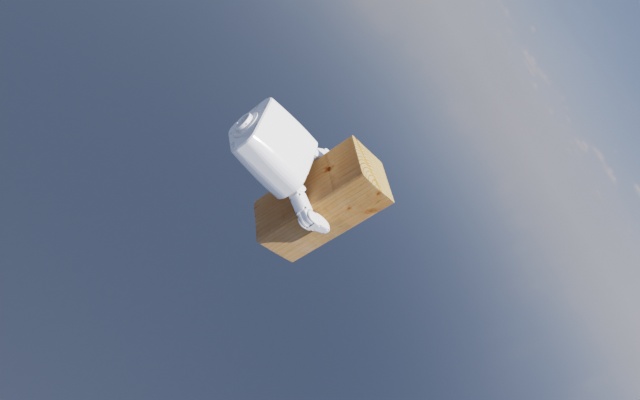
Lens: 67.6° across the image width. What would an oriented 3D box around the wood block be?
[{"bbox_3d":[0.000,0.002,0.764,0.206,0.090,0.090,-32,-46,23],"label":"wood block"}]
